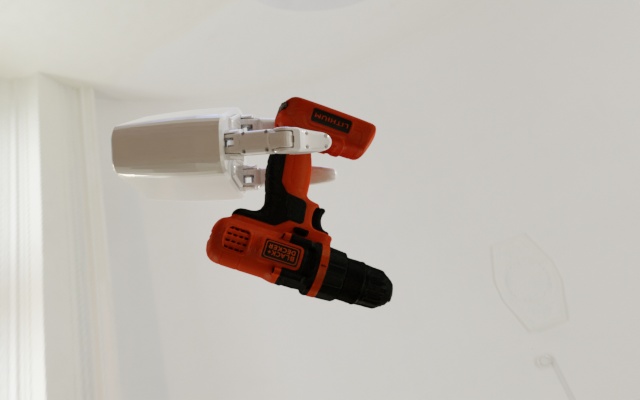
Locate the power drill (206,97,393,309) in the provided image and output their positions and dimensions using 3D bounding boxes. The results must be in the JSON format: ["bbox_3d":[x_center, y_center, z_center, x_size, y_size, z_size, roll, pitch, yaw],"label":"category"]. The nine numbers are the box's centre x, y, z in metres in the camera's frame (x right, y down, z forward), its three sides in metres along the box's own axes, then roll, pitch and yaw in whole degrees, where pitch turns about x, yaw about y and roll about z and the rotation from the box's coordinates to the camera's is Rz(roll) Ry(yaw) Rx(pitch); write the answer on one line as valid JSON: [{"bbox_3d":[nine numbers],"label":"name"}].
[{"bbox_3d":[0.000,0.001,0.479,0.184,0.187,0.057,19,-22,-10],"label":"power drill"}]
